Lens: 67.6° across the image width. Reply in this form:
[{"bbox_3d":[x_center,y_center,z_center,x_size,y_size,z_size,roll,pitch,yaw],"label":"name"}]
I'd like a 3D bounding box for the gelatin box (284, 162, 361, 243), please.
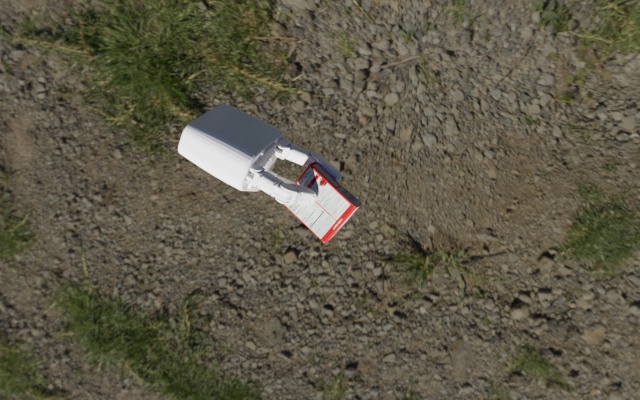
[{"bbox_3d":[0.000,0.002,0.666,0.089,0.073,0.030,43,23,9],"label":"gelatin box"}]
